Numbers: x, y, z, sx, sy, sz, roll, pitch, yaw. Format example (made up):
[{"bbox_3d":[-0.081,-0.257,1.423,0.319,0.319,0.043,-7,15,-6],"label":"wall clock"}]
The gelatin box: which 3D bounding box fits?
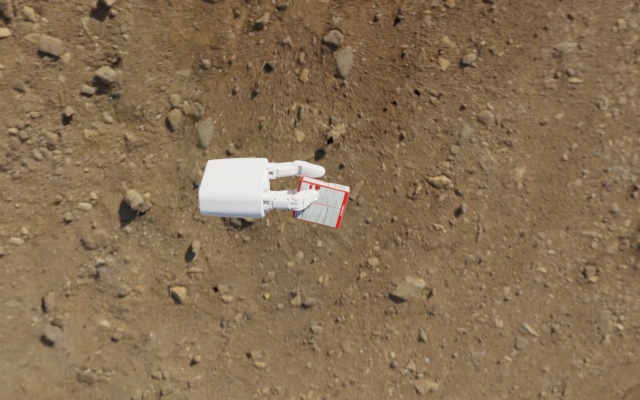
[{"bbox_3d":[0.000,0.003,0.844,0.089,0.073,0.030,14,21,-2],"label":"gelatin box"}]
